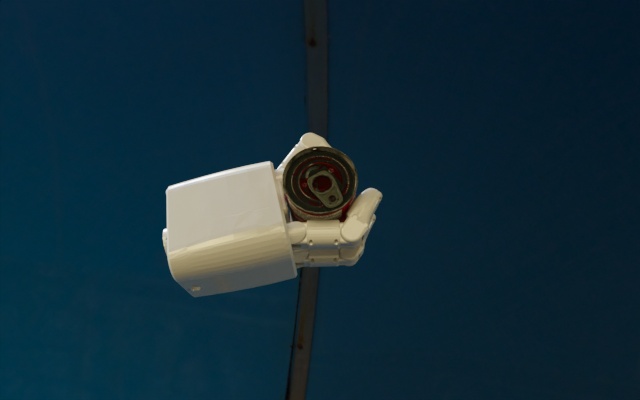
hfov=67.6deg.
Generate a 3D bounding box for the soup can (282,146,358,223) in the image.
[{"bbox_3d":[0.001,0.001,0.472,0.068,0.068,0.102,0,-25,1],"label":"soup can"}]
